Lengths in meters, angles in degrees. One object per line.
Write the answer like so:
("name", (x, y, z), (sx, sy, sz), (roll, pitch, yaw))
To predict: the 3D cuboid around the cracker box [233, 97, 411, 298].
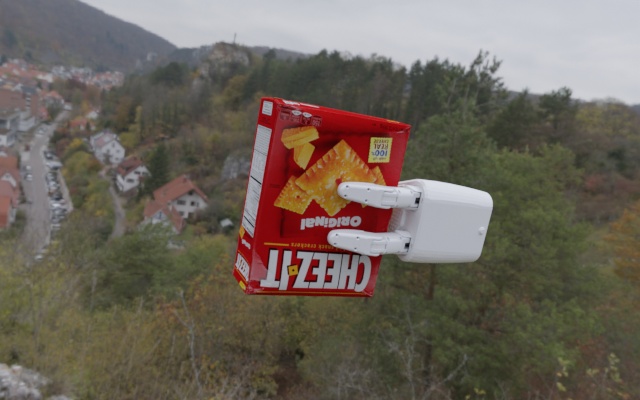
("cracker box", (0.000, 0.002, 0.553), (0.164, 0.214, 0.072), (6, 11, -23))
